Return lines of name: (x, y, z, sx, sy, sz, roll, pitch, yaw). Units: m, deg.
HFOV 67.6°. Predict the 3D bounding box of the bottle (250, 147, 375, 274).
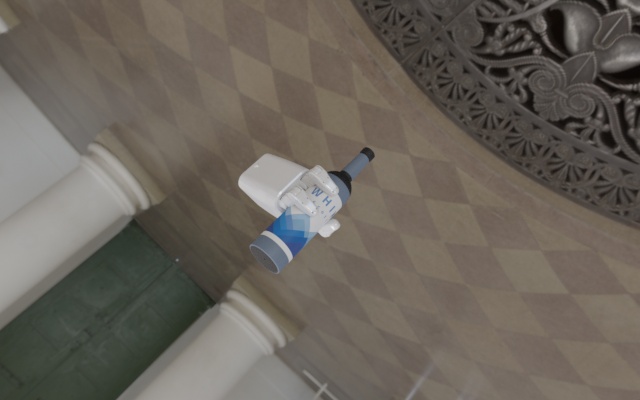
bottle: (0.000, 0.003, 0.850, 0.295, 0.069, 0.069, -45, 24, -26)
